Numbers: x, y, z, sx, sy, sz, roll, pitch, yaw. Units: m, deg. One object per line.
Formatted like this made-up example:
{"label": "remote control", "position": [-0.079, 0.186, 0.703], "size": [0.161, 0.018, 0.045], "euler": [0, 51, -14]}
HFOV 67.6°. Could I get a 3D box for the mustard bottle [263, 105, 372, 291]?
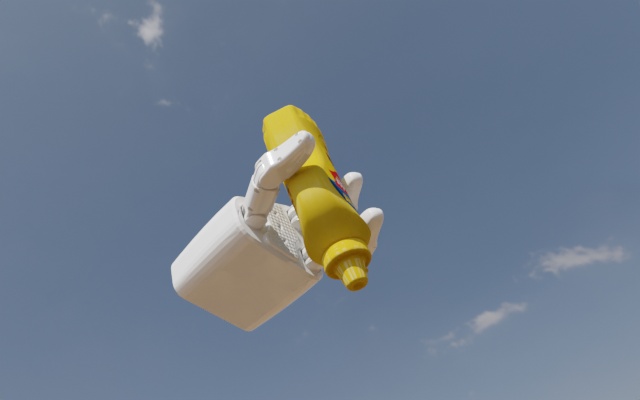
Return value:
{"label": "mustard bottle", "position": [0.000, 0.001, 0.441], "size": [0.058, 0.191, 0.096], "euler": [-26, -41, 3]}
